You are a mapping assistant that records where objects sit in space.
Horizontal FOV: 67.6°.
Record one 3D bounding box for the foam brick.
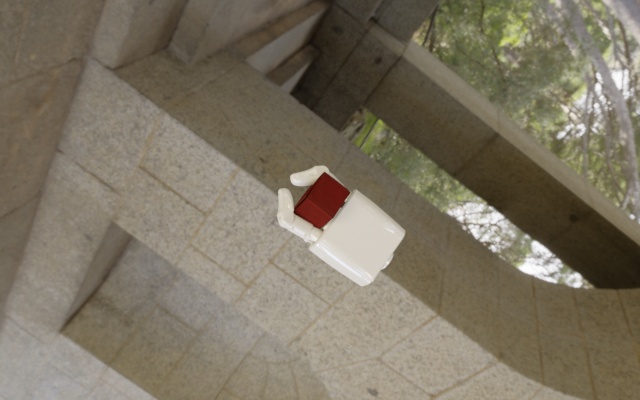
[{"bbox_3d":[0.000,0.002,0.716,0.051,0.053,0.078,38,-26,-4],"label":"foam brick"}]
